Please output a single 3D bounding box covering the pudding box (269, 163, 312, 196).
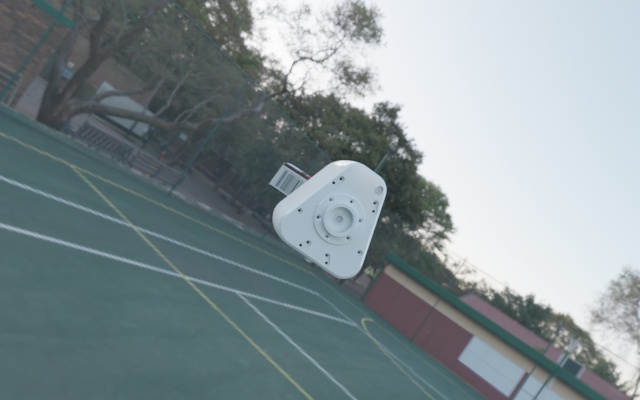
[{"bbox_3d":[0.000,0.002,0.620,0.113,0.039,0.090,36,1,21],"label":"pudding box"}]
